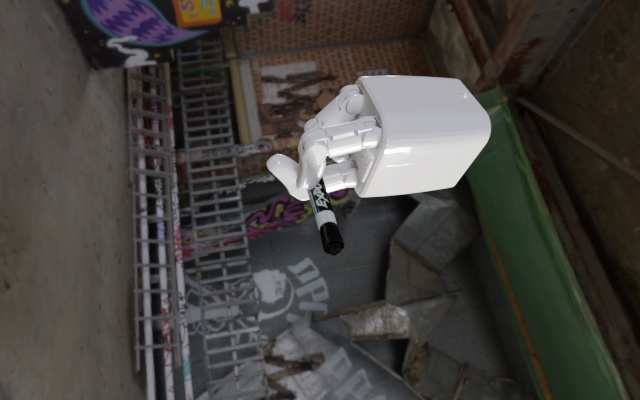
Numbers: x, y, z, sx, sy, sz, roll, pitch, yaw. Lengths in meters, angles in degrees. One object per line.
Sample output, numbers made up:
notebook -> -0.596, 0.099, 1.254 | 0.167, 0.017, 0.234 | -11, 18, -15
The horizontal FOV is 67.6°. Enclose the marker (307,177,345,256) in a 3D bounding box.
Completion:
marker -> 0.000, 0.001, 0.441 | 0.020, 0.020, 0.121 | 0, 44, -17
